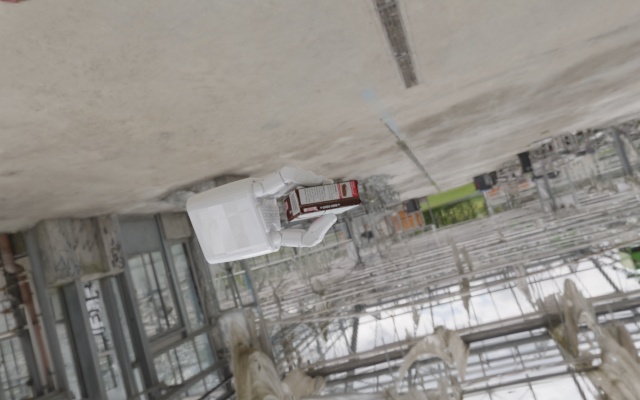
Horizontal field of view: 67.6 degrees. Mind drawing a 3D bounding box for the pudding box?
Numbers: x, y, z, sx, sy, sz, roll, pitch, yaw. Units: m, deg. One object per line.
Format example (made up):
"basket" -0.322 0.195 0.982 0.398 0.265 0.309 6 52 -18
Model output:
"pudding box" 0.000 0.002 0.688 0.090 0.039 0.113 -10 -4 -13
